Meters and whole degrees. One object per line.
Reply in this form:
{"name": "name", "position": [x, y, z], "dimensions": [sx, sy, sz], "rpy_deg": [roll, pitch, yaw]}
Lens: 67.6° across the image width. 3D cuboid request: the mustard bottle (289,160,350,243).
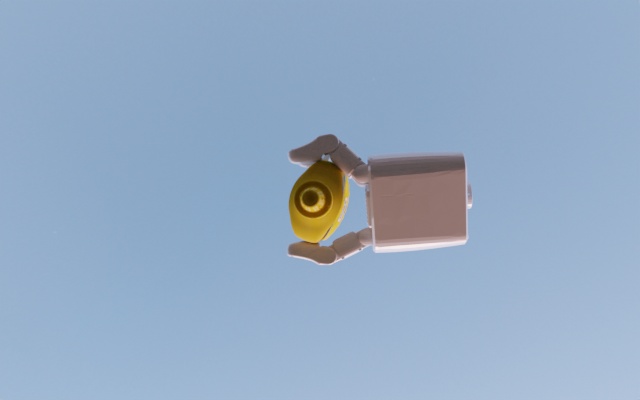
{"name": "mustard bottle", "position": [0.000, 0.002, 0.568], "dimensions": [0.058, 0.096, 0.191], "rpy_deg": [20, 0, 6]}
